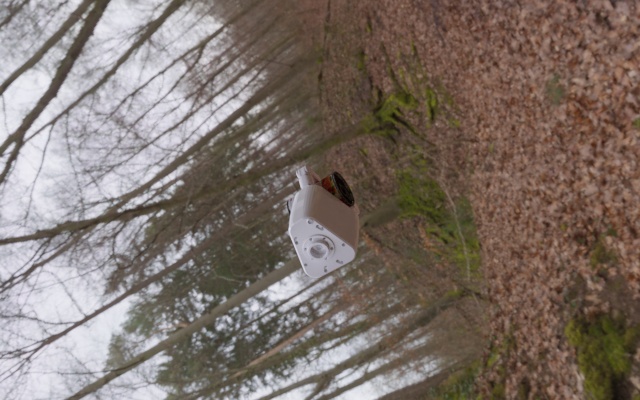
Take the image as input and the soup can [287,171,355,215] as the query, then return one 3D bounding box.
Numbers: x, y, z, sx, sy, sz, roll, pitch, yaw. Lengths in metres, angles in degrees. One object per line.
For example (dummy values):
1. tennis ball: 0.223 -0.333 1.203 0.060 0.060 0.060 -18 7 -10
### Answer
1. soup can: 0.000 0.003 0.847 0.102 0.068 0.068 -30 -11 19
